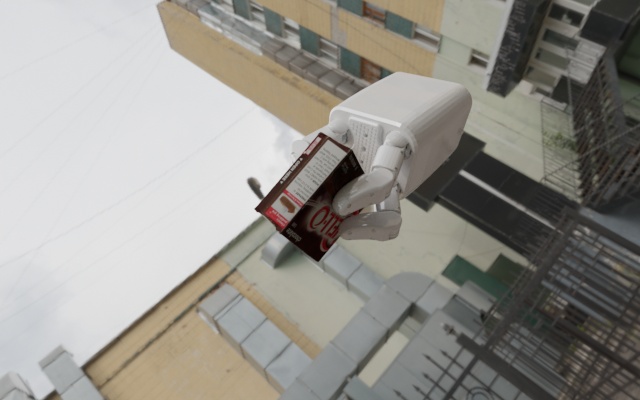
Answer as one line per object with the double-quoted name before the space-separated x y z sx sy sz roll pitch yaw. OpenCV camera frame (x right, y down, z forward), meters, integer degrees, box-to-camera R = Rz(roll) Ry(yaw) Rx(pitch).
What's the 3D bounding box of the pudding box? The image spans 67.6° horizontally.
"pudding box" 0.000 0.001 0.433 0.039 0.090 0.113 37 -5 26
